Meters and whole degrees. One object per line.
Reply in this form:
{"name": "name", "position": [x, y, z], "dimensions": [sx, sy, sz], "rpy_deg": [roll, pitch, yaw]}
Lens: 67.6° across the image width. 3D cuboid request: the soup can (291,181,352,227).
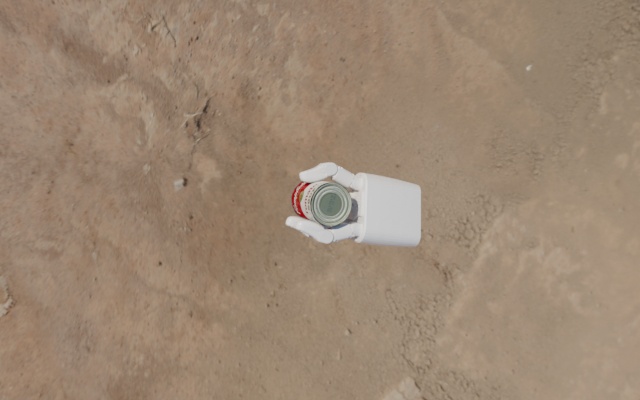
{"name": "soup can", "position": [0.000, 0.002, 0.750], "dimensions": [0.068, 0.068, 0.102], "rpy_deg": [0, 5, -20]}
